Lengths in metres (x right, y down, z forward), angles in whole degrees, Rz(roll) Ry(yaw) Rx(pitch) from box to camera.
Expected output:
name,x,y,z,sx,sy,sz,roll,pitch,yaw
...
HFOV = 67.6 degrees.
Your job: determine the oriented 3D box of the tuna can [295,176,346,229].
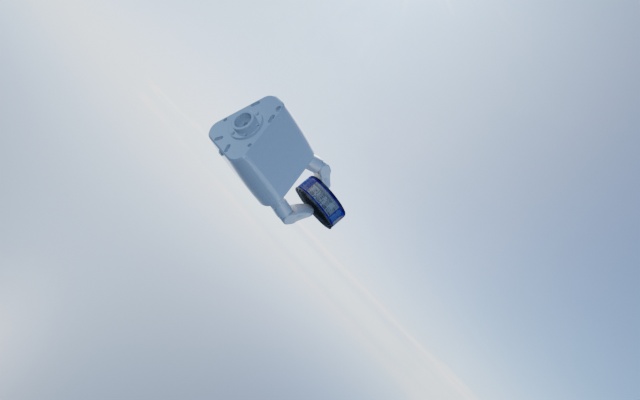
name,x,y,z,sx,sy,sz,roll,pitch,yaw
tuna can,0.001,0.002,0.752,0.033,0.086,0.086,-41,8,-10
